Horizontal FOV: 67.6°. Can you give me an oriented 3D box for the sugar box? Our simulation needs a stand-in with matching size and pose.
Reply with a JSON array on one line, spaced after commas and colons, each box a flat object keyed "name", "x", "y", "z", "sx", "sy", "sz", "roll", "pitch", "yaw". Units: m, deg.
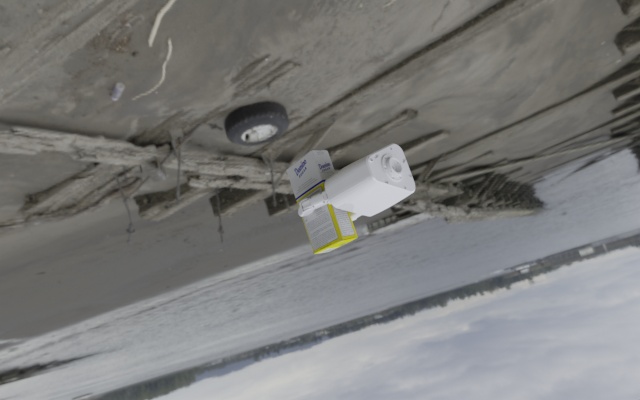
[{"name": "sugar box", "x": 0.001, "y": 0.003, "z": 0.887, "sx": 0.048, "sy": 0.176, "sz": 0.093, "roll": -5, "pitch": -18, "yaw": -39}]
